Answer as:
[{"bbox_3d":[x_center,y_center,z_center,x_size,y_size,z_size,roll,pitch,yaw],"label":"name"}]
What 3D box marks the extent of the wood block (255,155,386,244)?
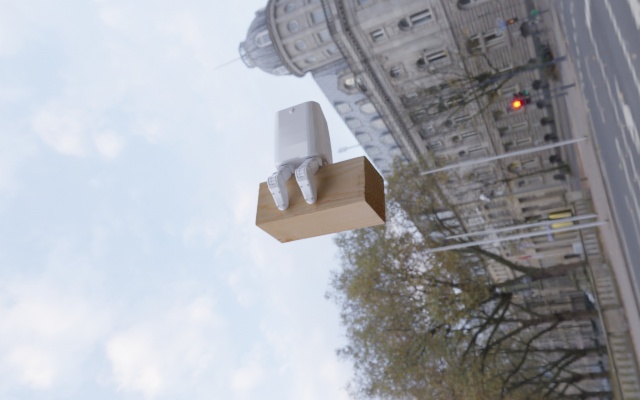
[{"bbox_3d":[0.000,0.003,0.830,0.206,0.090,0.091,-13,-31,26],"label":"wood block"}]
